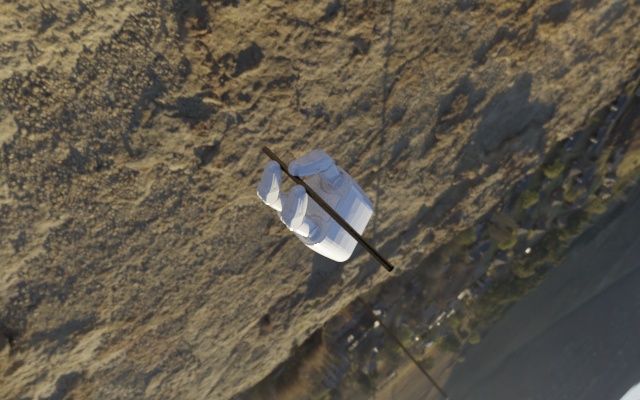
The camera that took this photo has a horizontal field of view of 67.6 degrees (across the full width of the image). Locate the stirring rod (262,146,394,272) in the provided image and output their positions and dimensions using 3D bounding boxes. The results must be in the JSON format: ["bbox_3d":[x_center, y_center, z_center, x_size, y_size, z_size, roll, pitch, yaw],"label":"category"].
[{"bbox_3d":[0.000,0.002,0.559,0.011,0.011,0.239,0,35,-48],"label":"stirring rod"}]
